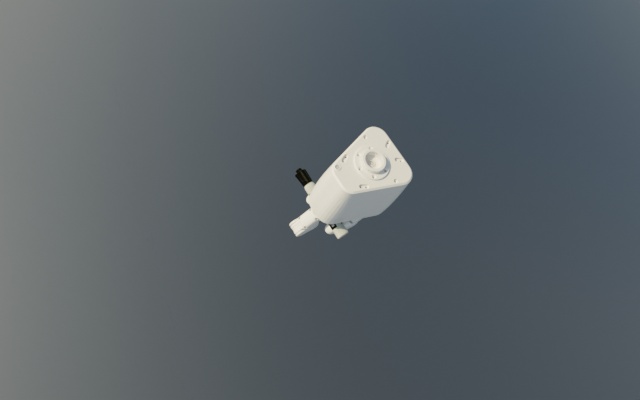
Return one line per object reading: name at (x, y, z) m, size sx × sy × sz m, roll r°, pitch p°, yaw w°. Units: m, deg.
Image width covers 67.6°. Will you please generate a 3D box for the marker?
marker at (0.000, 0.002, 0.709) m, size 0.020 × 0.121 × 0.020 m, roll -33°, pitch -10°, yaw -7°
